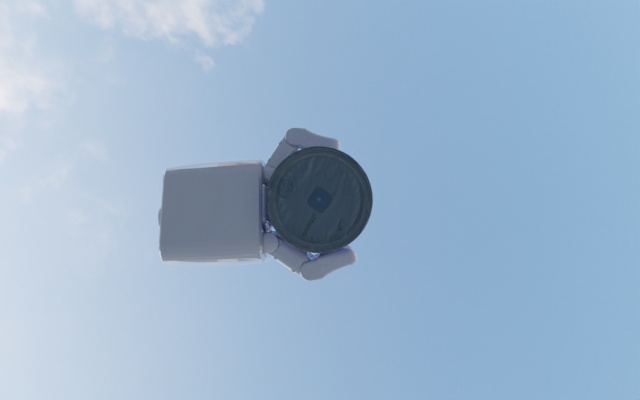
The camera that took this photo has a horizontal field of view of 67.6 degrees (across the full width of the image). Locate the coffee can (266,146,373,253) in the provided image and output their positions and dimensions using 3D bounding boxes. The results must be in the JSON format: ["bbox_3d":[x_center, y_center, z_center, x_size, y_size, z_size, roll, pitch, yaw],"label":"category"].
[{"bbox_3d":[0.000,0.002,0.523,0.103,0.103,0.140,0,-2,1],"label":"coffee can"}]
